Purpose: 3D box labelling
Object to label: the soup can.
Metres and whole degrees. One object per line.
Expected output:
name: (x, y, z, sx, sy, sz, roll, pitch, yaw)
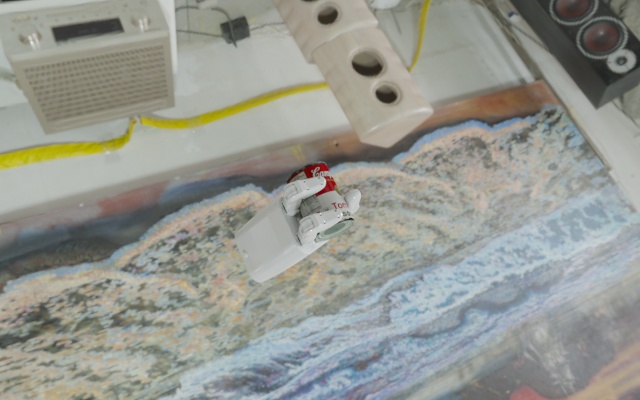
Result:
soup can: (0.001, 0.002, 0.716, 0.068, 0.102, 0.068, -23, -19, -8)
